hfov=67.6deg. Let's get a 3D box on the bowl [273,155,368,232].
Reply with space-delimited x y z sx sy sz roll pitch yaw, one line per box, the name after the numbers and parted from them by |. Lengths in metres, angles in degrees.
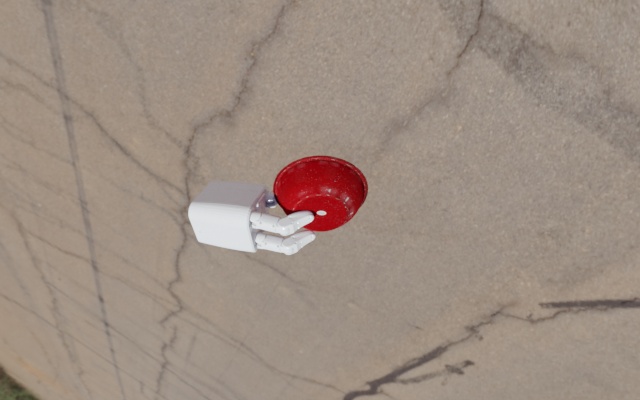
0.001 0.003 0.792 0.162 0.055 0.162 0 -43 0 | bowl
